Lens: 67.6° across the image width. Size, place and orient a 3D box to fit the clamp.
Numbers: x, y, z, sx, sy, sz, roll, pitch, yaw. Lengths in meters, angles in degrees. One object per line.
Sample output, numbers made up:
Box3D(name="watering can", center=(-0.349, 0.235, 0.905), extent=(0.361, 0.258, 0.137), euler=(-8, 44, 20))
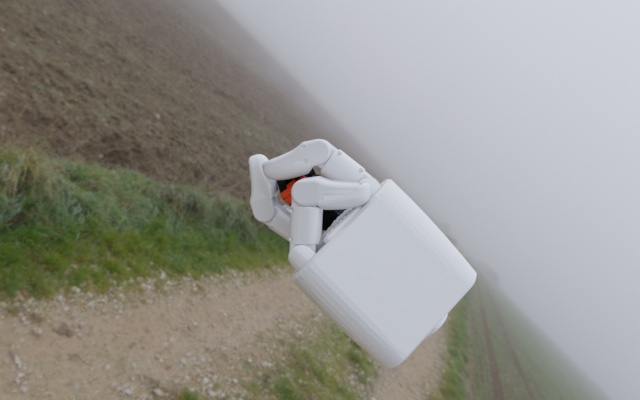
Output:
Box3D(name="clamp", center=(0.000, 0.001, 0.481), extent=(0.039, 0.120, 0.171), euler=(-45, 1, 9))
